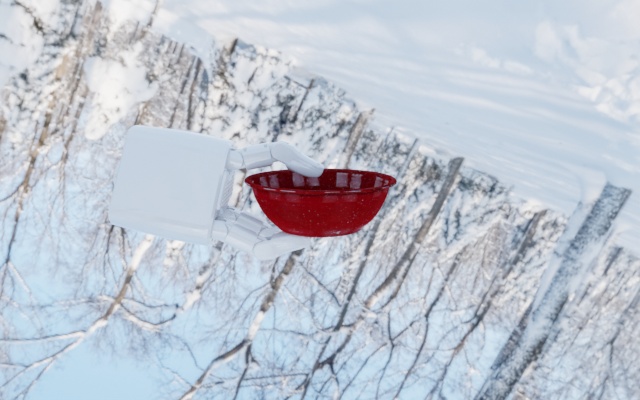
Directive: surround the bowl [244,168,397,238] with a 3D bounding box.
[{"bbox_3d":[0.001,0.002,0.514,0.162,0.055,0.162,0,11,0],"label":"bowl"}]
